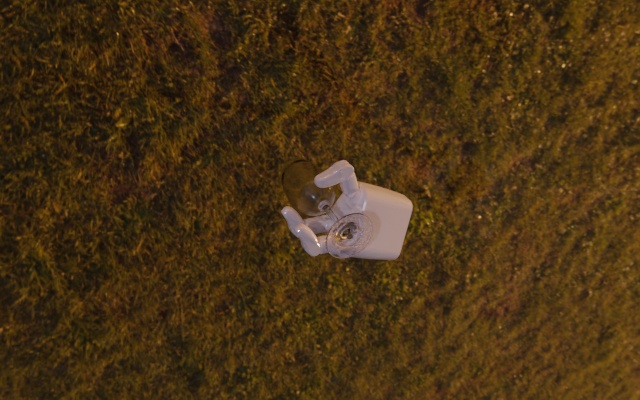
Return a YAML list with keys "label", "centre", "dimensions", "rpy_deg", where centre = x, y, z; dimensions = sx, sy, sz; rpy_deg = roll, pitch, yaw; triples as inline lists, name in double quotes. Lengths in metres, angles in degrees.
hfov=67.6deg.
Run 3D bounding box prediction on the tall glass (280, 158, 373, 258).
- label: "tall glass"
  centre: [0.000, 0.003, 0.740]
  dimensions: [0.079, 0.079, 0.201]
  rpy_deg: [0, 29, -28]
